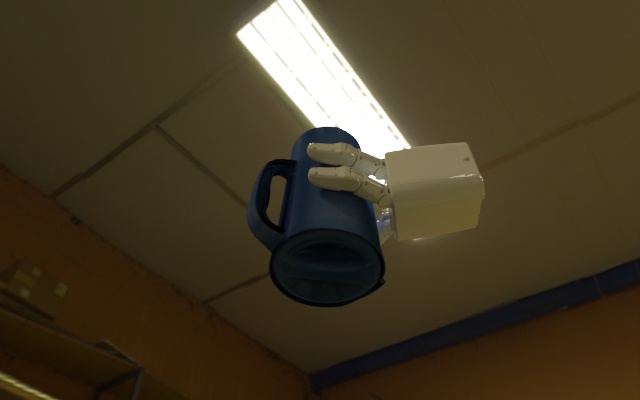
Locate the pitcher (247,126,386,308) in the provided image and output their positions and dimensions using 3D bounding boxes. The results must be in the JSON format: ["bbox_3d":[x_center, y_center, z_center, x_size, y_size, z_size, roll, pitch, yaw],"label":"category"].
[{"bbox_3d":[0.000,0.002,0.624,0.145,0.149,0.242,-9,40,8],"label":"pitcher"}]
